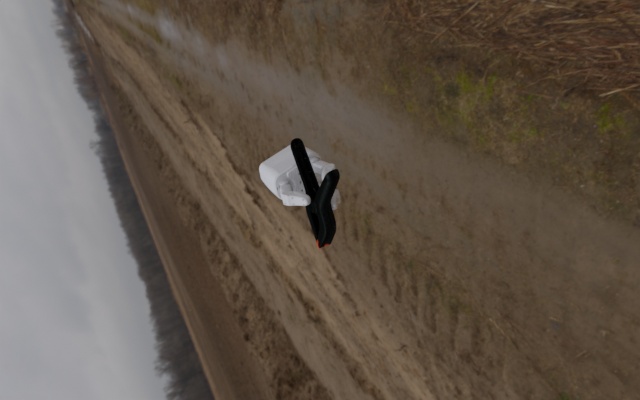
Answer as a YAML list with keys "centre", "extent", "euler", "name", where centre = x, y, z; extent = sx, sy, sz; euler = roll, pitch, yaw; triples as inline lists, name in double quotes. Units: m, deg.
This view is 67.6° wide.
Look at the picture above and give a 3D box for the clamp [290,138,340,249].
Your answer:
- centre: [-0.001, 0.004, 0.871]
  extent: [0.036, 0.210, 0.164]
  euler: [-19, 27, -18]
  name: "clamp"
